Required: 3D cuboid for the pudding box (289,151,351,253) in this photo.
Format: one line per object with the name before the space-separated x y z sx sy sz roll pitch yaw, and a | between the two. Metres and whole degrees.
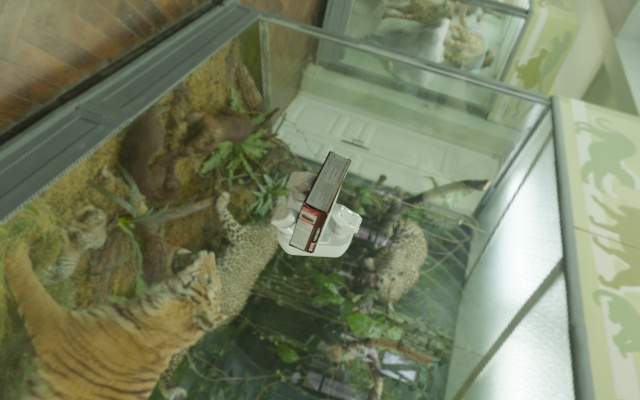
pudding box | 0.000 0.002 0.643 0.039 0.113 0.090 21 -44 2
